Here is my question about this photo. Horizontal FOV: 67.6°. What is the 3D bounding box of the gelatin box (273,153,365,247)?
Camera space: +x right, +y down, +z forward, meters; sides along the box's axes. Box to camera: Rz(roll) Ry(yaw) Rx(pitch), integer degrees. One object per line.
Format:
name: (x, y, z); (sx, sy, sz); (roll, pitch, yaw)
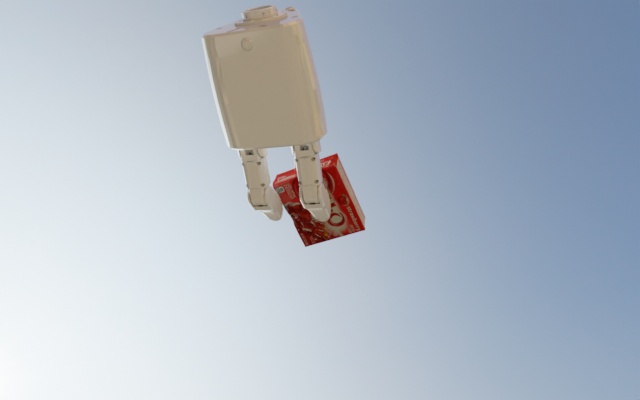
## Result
gelatin box: (0.000, 0.002, 0.521); (0.073, 0.089, 0.030); (-17, 28, 16)
